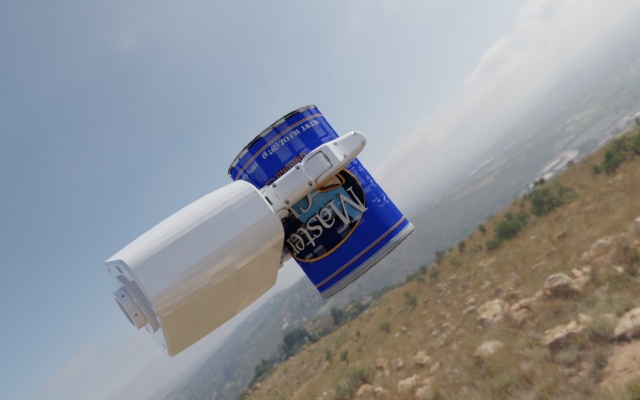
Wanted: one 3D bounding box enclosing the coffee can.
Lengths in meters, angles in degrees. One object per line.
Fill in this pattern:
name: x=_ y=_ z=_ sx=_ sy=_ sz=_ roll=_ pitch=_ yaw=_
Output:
coffee can: x=0.000 y=0.001 z=0.429 sx=0.103 sy=0.140 sz=0.103 roll=-38 pitch=-5 yaw=-4
